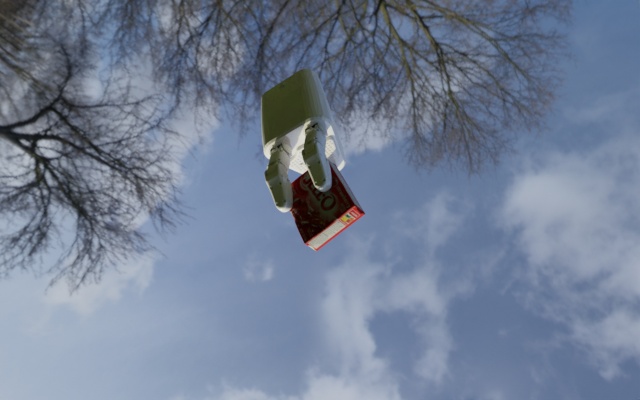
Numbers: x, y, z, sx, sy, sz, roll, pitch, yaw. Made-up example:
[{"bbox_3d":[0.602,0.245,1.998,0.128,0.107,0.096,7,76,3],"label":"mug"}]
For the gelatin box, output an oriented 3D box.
[{"bbox_3d":[0.000,0.002,0.559,0.073,0.089,0.030,-38,-39,13],"label":"gelatin box"}]
